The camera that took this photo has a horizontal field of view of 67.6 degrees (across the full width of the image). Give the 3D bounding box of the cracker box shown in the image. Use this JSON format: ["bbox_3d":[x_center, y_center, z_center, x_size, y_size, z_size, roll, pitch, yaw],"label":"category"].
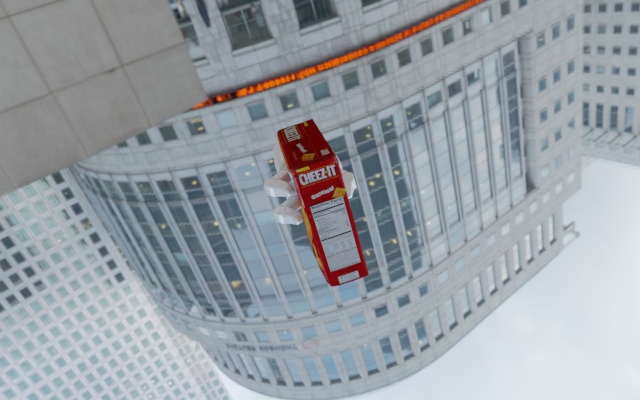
[{"bbox_3d":[0.000,0.003,0.748,0.072,0.214,0.164,-19,29,-3],"label":"cracker box"}]
